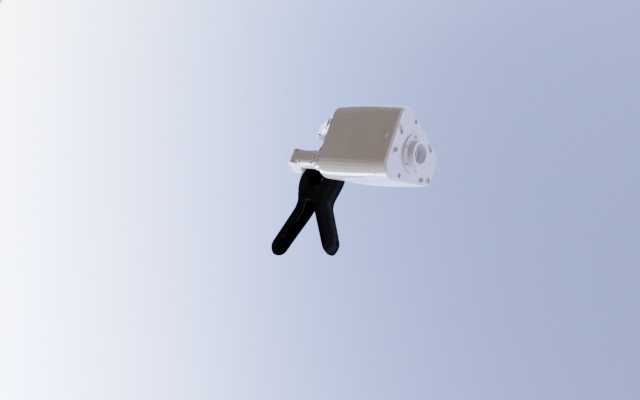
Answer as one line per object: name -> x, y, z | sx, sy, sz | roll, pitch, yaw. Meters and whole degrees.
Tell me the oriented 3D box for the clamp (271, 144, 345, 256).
clamp -> 0.000, 0.002, 0.654 | 0.120, 0.171, 0.039 | 8, -16, 43
